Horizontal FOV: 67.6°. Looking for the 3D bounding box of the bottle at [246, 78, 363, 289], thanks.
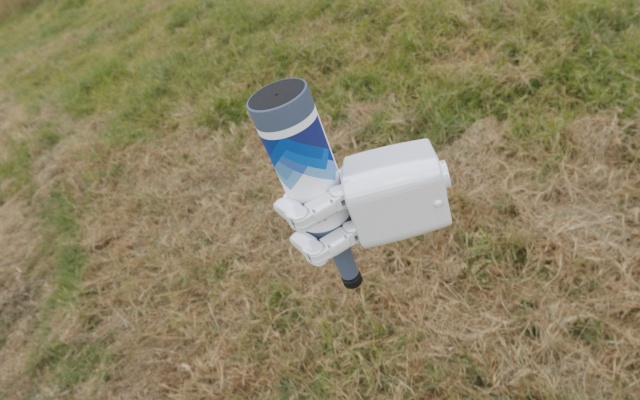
[{"bbox_3d":[0.000,0.002,0.571,0.069,0.296,0.069,-14,37,11],"label":"bottle"}]
